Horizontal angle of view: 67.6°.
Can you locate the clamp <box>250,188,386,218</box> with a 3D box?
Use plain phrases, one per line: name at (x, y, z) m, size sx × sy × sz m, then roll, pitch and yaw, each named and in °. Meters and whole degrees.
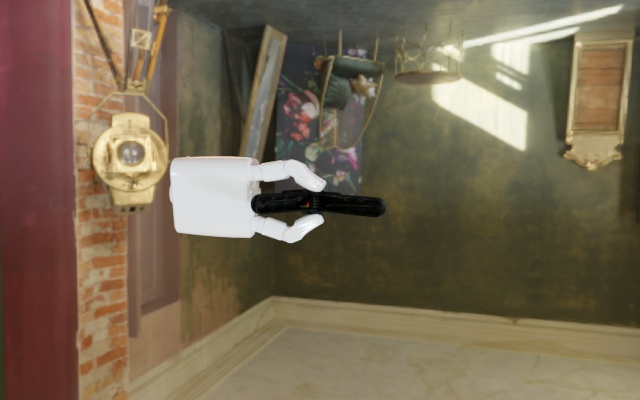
clamp at (0.000, 0.003, 0.666) m, size 0.164 × 0.036 × 0.210 m, roll 3°, pitch 3°, yaw 1°
